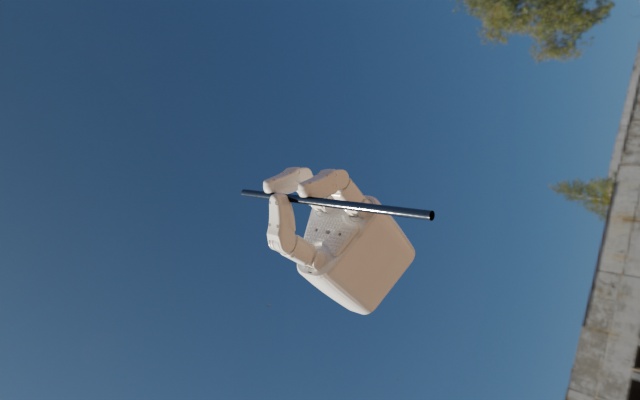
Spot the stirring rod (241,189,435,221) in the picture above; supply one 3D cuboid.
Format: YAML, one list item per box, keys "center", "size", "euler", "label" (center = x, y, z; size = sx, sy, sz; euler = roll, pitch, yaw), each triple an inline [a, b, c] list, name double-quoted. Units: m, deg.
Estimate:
- center: [0.000, 0.002, 0.449]
  size: [0.239, 0.011, 0.011]
  euler: [7, 5, 44]
  label: "stirring rod"
